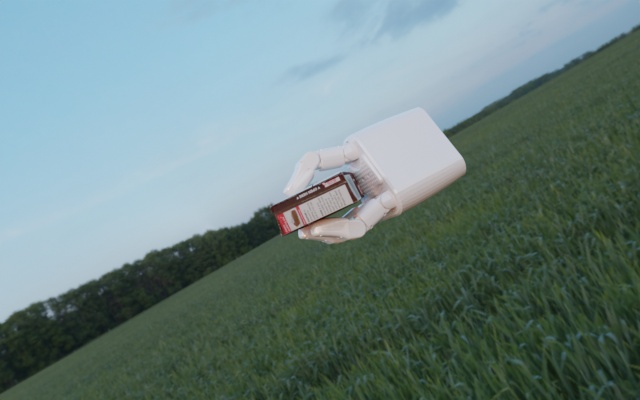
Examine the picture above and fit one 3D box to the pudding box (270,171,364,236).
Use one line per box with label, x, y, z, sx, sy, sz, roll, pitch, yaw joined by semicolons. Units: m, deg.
pudding box;0.000;0.002;0.546;0.090;0.039;0.113;-26;-3;9
